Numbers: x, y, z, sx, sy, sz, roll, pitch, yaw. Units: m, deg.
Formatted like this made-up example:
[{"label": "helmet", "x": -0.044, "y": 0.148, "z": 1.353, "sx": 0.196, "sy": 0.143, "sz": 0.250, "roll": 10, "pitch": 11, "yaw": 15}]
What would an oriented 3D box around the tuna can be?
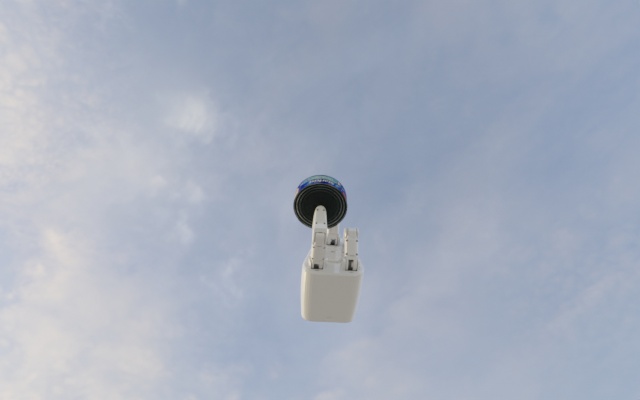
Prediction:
[{"label": "tuna can", "x": 0.000, "y": 0.002, "z": 0.766, "sx": 0.086, "sy": 0.086, "sz": 0.033, "roll": 0, "pitch": 31, "yaw": 2}]
